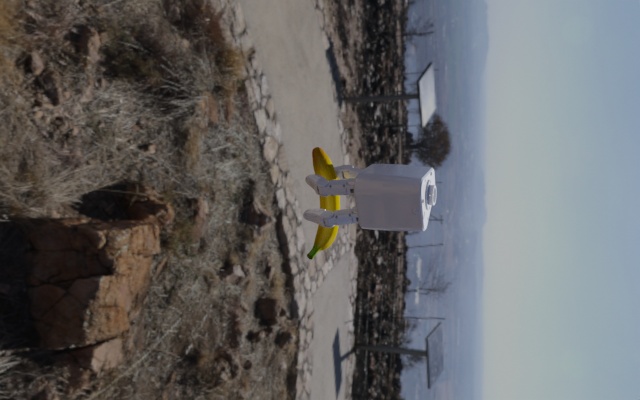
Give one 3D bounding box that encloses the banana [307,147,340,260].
[{"bbox_3d":[0.009,0.004,0.845,0.037,0.198,0.069,7,11,28],"label":"banana"}]
